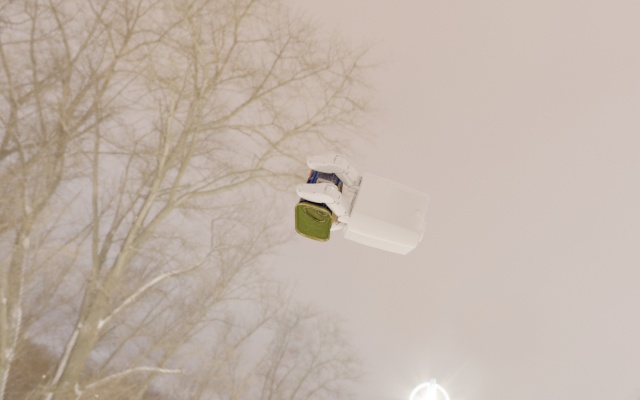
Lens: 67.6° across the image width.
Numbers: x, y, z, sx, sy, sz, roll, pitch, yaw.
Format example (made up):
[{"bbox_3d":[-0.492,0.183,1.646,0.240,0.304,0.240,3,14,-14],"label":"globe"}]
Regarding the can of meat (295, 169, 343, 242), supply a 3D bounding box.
[{"bbox_3d":[0.000,0.002,0.746,0.057,0.084,0.102,16,-30,8],"label":"can of meat"}]
